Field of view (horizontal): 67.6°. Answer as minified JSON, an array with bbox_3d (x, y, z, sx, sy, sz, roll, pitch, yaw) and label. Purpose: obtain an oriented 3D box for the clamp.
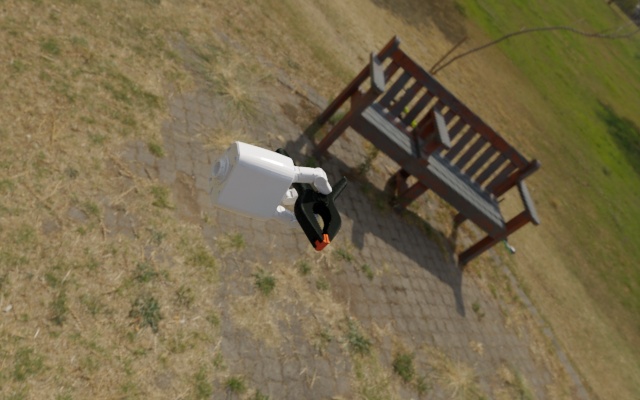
[{"bbox_3d":[0.001,0.003,0.870,0.164,0.209,0.036,16,-47,-34],"label":"clamp"}]
